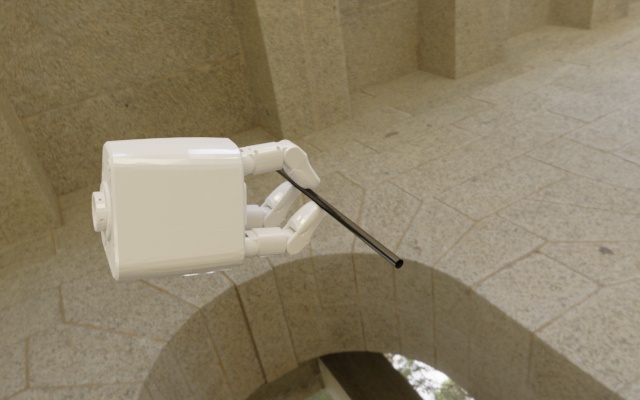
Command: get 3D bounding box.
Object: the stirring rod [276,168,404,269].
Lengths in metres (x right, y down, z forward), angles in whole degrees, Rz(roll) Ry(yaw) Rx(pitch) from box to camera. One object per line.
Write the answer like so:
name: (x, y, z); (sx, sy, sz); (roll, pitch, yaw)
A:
stirring rod: (0.000, 0.001, 0.453); (0.011, 0.011, 0.239); (0, 23, -32)
